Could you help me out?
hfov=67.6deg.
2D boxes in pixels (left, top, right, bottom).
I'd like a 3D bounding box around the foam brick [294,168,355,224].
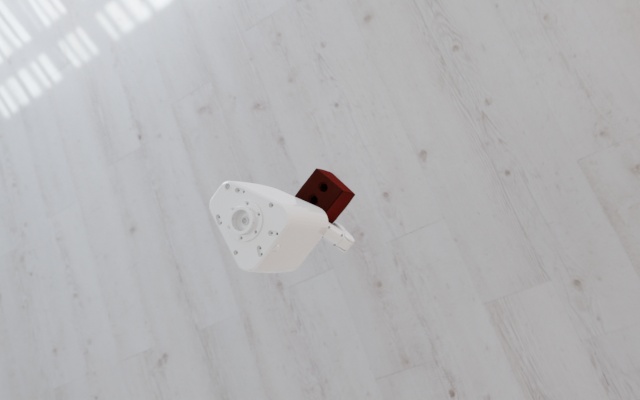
[{"bbox_3d":[0.000,0.002,0.669,0.053,0.078,0.051,42,11,23],"label":"foam brick"}]
